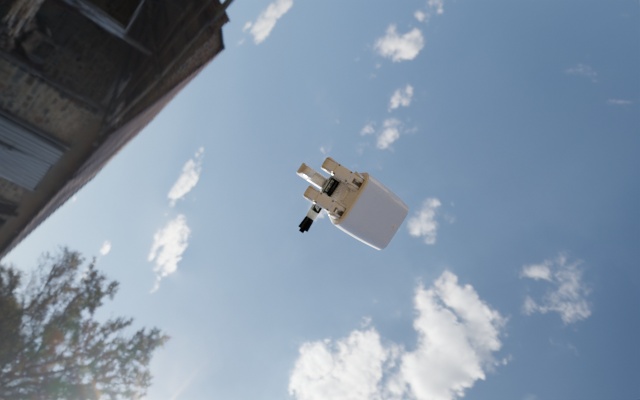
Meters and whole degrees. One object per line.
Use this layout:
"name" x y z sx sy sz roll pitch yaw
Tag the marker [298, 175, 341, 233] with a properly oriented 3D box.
"marker" 0.000 0.003 0.805 0.020 0.121 0.020 33 1 0
